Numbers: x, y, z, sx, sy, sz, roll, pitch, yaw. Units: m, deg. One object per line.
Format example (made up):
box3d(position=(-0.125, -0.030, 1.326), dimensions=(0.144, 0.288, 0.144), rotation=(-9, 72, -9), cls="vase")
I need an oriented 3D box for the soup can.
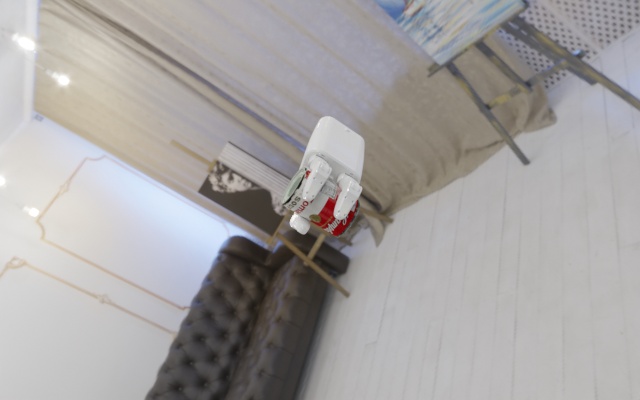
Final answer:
box3d(position=(0.000, 0.003, 0.730), dimensions=(0.102, 0.068, 0.068), rotation=(32, -9, -15), cls="soup can")
